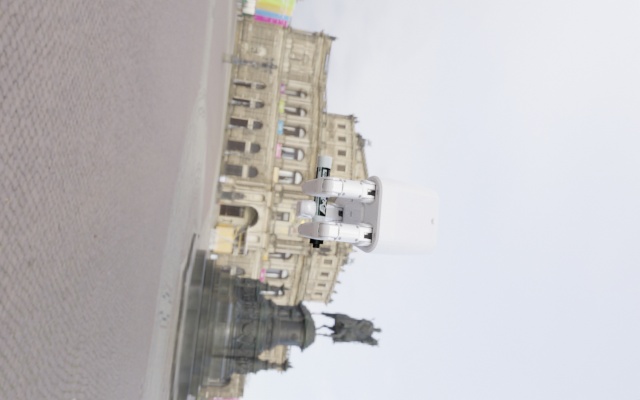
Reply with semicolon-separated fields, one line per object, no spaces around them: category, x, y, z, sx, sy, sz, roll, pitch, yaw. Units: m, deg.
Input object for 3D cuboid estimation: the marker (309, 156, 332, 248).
marker;0.000;0.002;0.626;0.020;0.121;0.020;5;-5;0
